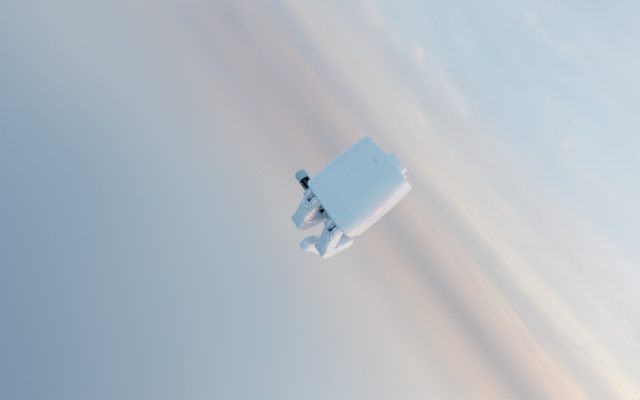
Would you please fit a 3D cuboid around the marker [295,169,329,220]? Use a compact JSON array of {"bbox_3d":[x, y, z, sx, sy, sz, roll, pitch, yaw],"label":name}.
[{"bbox_3d":[0.000,0.002,0.703,0.020,0.121,0.020,-28,-27,-16],"label":"marker"}]
